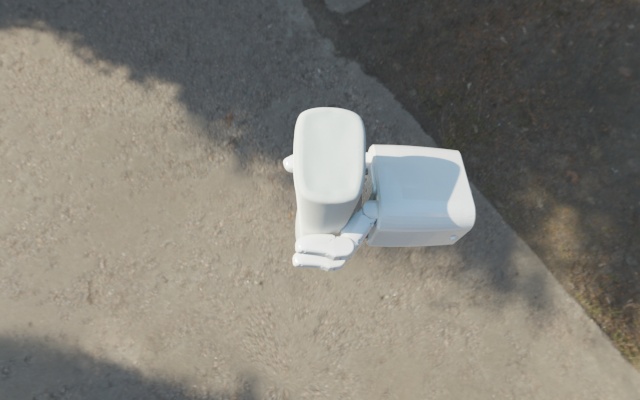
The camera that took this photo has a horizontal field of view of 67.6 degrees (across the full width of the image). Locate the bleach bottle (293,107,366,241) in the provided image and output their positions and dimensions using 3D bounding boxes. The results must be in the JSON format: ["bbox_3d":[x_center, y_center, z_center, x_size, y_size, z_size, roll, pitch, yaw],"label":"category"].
[{"bbox_3d":[0.000,0.002,0.552,0.068,0.102,0.251,3,-21,-4],"label":"bleach bottle"}]
